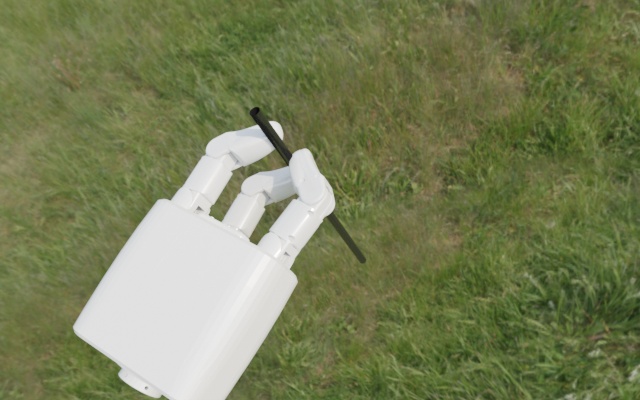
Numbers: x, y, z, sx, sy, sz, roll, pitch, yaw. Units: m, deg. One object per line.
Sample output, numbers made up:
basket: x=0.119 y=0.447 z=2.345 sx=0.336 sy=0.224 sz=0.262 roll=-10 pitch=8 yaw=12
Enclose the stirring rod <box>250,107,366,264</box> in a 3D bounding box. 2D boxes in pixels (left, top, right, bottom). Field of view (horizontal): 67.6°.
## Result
stirring rod: x=0.000 y=0.002 z=0.421 sx=0.011 sy=0.011 sz=0.240 roll=0 pitch=-31 yaw=26
